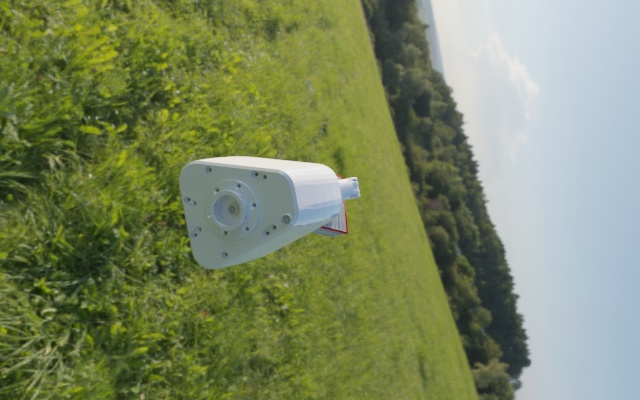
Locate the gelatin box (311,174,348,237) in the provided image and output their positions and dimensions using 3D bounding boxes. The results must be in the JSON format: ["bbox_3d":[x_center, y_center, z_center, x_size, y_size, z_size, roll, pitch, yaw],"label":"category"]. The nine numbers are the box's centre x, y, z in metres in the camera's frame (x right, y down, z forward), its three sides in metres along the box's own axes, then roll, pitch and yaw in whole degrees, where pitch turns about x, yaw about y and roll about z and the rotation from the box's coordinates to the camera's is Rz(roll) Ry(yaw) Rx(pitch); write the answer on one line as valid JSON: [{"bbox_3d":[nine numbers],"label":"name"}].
[{"bbox_3d":[0.001,0.002,0.558,0.030,0.073,0.089,-11,-13,24],"label":"gelatin box"}]
